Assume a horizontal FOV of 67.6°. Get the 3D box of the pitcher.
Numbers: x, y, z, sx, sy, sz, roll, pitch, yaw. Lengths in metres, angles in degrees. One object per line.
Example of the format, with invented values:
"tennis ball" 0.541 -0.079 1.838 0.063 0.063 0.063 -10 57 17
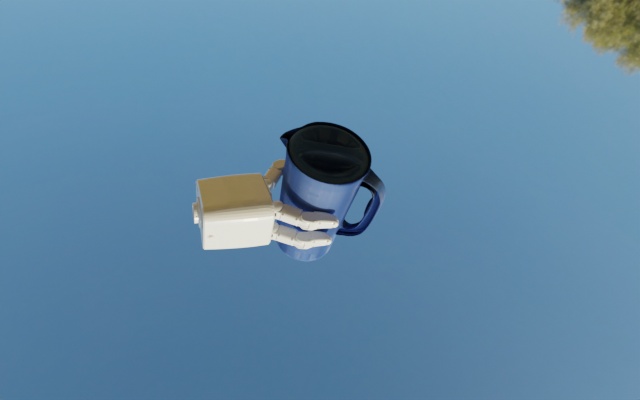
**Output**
"pitcher" 0.000 0.003 0.806 0.145 0.149 0.243 -7 -37 -19
